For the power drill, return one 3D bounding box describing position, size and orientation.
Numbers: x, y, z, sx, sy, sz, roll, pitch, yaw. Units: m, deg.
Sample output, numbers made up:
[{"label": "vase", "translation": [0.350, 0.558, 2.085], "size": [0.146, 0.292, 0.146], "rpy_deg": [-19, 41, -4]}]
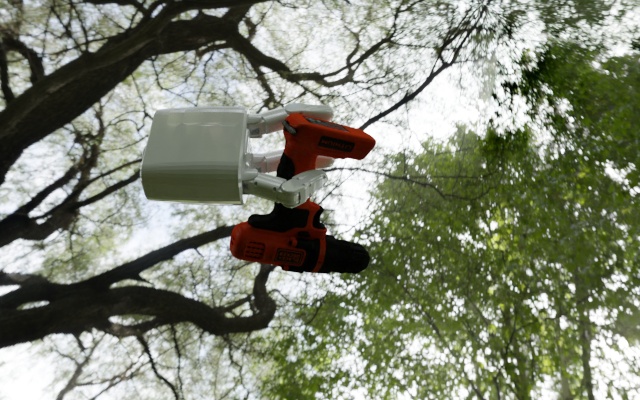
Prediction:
[{"label": "power drill", "translation": [0.000, 0.001, 0.572], "size": [0.184, 0.188, 0.057], "rpy_deg": [11, 18, -25]}]
